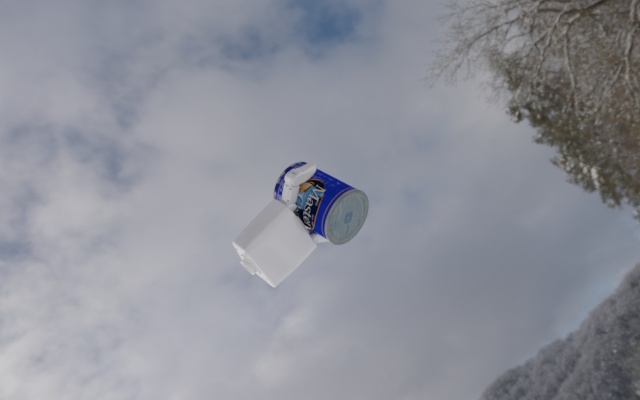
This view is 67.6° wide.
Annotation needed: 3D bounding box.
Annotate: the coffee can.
[{"bbox_3d":[0.000,0.003,0.849,0.140,0.103,0.103,30,19,38],"label":"coffee can"}]
